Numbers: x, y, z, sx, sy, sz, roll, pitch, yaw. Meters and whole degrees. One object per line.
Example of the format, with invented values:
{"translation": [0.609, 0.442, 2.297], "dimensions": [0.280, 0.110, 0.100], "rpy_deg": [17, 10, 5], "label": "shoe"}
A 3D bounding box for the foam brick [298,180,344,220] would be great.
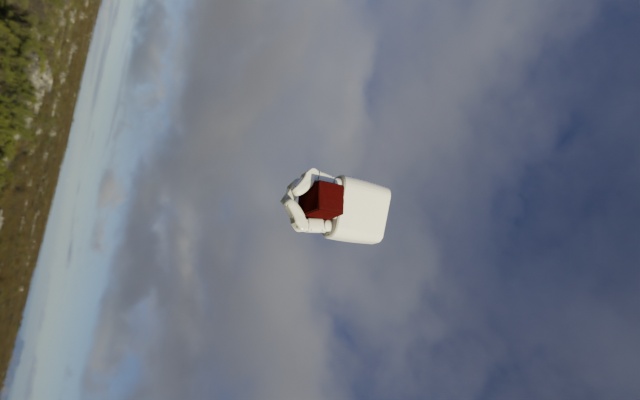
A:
{"translation": [0.000, 0.003, 0.828], "dimensions": [0.051, 0.053, 0.078], "rpy_deg": [12, -18, -27], "label": "foam brick"}
